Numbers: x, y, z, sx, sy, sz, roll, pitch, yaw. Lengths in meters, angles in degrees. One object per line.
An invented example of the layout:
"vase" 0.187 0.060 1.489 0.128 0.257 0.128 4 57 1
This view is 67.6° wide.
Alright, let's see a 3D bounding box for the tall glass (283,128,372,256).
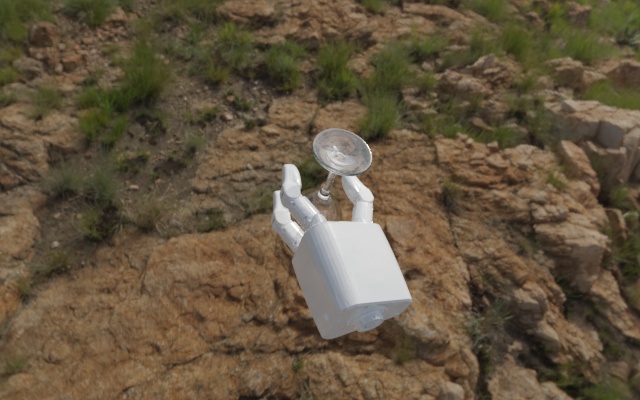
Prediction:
"tall glass" 0.000 0.002 0.633 0.079 0.079 0.201 0 -36 -19
